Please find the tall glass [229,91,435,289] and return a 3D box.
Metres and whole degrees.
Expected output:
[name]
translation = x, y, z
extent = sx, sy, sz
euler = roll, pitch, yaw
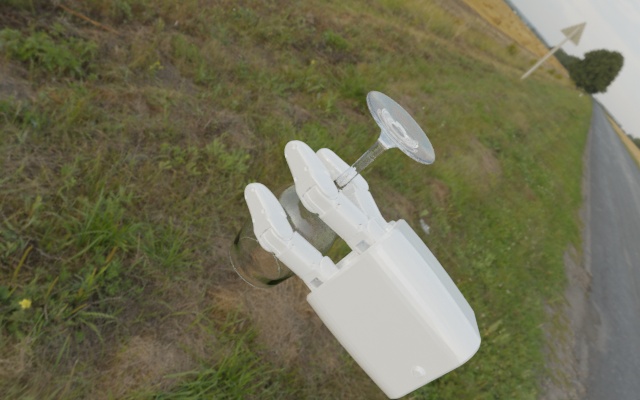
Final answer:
[tall glass]
translation = 0.000, 0.001, 0.419
extent = 0.201, 0.079, 0.079
euler = -42, -24, 29
